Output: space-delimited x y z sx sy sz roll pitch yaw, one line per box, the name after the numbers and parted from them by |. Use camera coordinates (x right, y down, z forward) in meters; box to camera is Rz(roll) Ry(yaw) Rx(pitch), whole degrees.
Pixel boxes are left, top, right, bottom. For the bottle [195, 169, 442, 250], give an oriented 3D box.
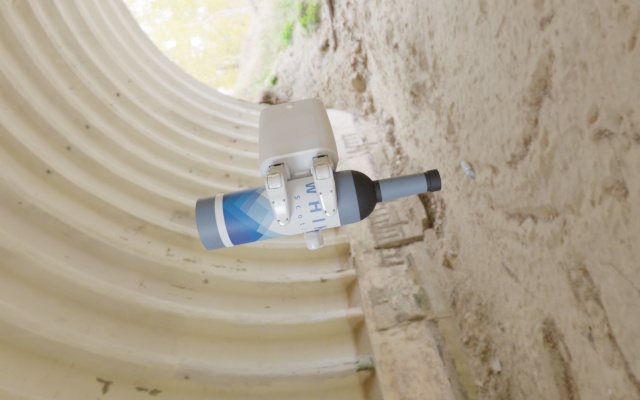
0.000 0.002 0.588 0.296 0.069 0.069 -11 0 2 | bottle
